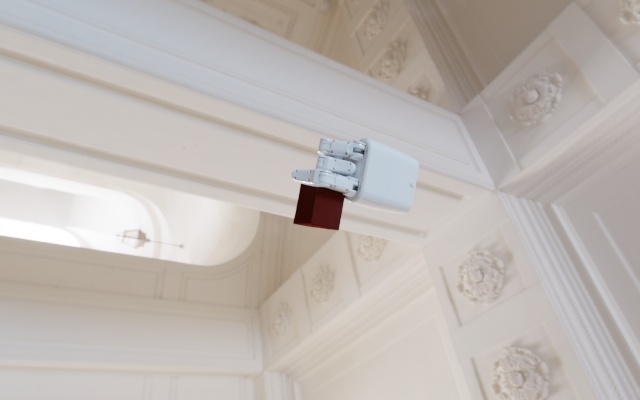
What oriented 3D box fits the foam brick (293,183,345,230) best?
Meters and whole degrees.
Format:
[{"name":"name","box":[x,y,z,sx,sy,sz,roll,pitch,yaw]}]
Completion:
[{"name":"foam brick","box":[0.000,0.003,0.708,0.051,0.078,0.053,15,-7,-32]}]
